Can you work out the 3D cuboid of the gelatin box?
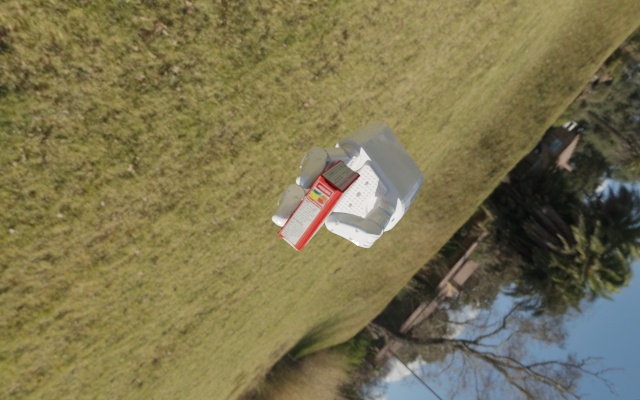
[{"bbox_3d":[0.000,0.002,0.472,0.030,0.073,0.089,38,20,3],"label":"gelatin box"}]
